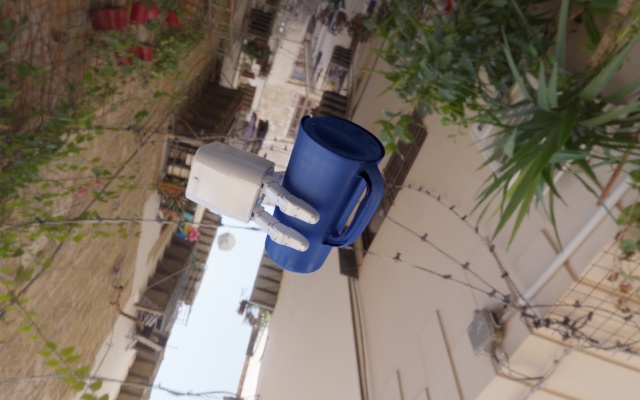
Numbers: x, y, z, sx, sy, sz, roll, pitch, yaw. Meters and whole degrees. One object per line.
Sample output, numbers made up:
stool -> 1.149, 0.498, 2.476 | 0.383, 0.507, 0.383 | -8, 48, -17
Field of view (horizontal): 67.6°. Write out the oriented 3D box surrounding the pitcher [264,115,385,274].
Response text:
pitcher -> 0.000, 0.002, 0.745 | 0.145, 0.243, 0.149 | 21, 31, -3
